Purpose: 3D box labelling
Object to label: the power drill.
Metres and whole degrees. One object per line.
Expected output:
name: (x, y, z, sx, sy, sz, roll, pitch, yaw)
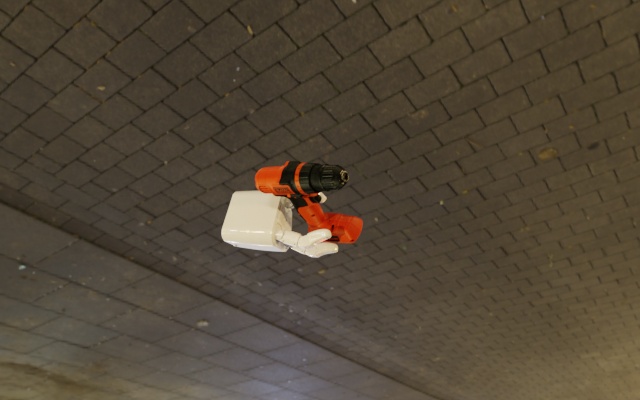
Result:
power drill: (0.000, 0.003, 0.834, 0.184, 0.057, 0.188, 2, -36, 38)
